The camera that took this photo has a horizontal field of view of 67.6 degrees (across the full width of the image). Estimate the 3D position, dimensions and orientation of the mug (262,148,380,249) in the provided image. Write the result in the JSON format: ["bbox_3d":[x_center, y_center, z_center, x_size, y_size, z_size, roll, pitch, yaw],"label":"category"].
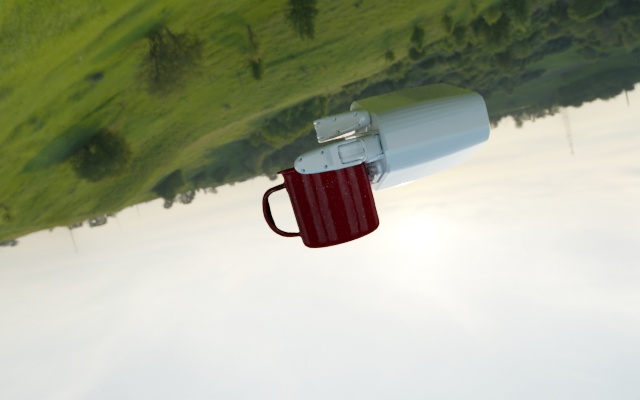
[{"bbox_3d":[-0.001,0.002,0.477,0.117,0.081,0.093,-16,5,-4],"label":"mug"}]
